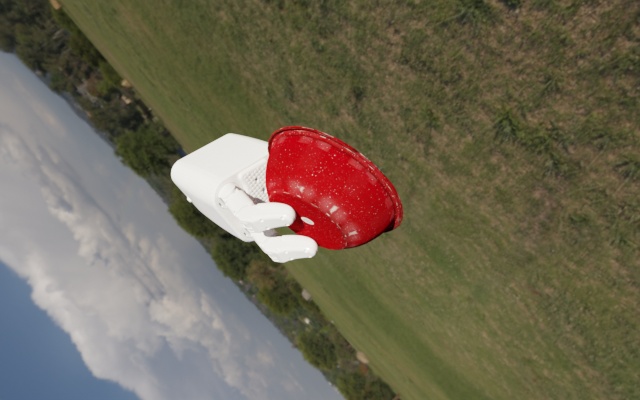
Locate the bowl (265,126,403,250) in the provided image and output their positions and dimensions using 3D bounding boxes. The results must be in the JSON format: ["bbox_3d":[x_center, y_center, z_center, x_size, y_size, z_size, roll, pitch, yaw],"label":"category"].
[{"bbox_3d":[0.001,0.002,0.486,0.162,0.055,0.162,27,-26,14],"label":"bowl"}]
